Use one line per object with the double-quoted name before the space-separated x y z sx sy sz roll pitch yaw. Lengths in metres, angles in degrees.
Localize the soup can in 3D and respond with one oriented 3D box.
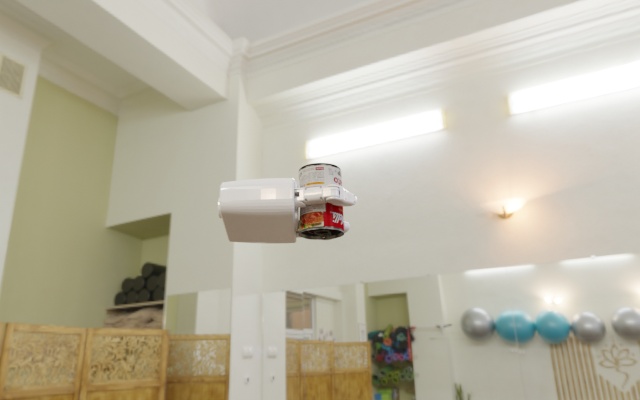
"soup can" 0.001 0.002 0.720 0.068 0.102 0.068 -1 -18 0
